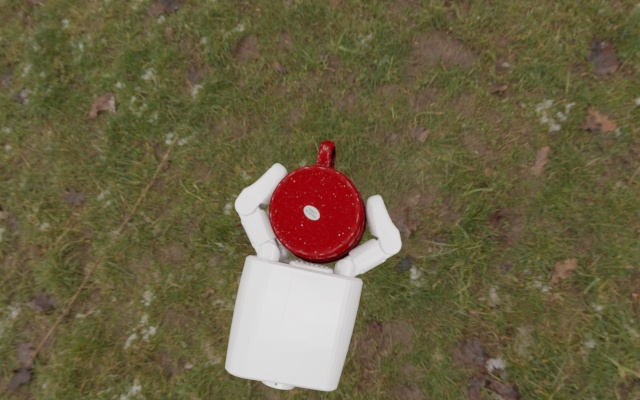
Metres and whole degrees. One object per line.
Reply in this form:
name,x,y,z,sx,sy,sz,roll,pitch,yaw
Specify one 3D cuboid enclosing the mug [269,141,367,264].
mug,0.000,0.000,0.446,0.093,0.117,0.081,11,-6,5
